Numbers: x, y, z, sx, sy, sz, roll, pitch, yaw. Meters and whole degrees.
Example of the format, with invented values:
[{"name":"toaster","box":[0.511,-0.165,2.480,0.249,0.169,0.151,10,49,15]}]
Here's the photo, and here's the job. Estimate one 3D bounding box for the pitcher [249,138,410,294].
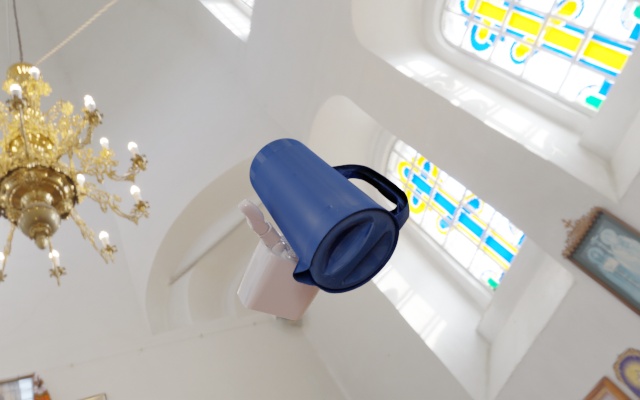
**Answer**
[{"name":"pitcher","box":[0.000,0.002,0.684,0.149,0.145,0.242,9,26,-38]}]
